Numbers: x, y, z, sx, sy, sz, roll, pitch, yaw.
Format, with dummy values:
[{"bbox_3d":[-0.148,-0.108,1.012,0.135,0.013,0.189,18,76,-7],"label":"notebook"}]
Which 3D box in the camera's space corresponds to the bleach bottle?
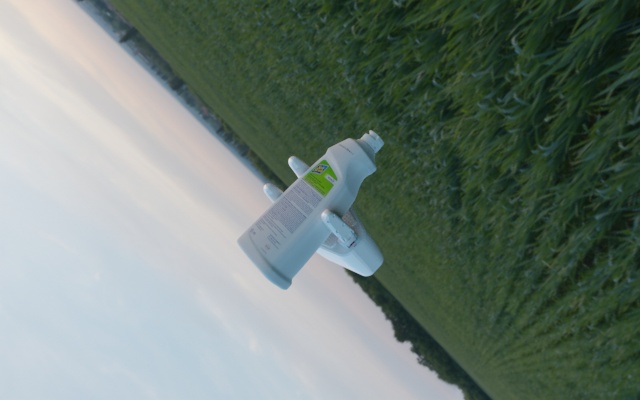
[{"bbox_3d":[0.000,0.002,0.682,0.102,0.251,0.068,42,-4,37],"label":"bleach bottle"}]
